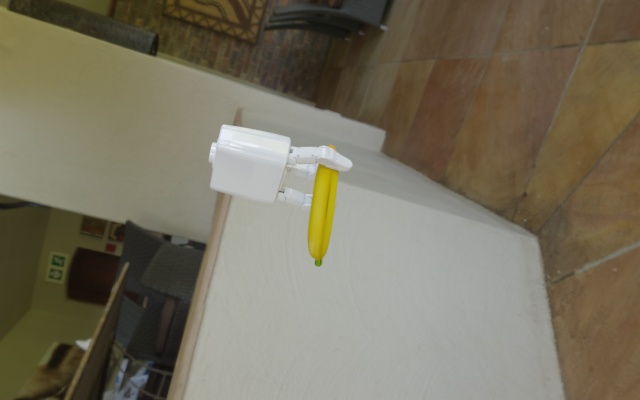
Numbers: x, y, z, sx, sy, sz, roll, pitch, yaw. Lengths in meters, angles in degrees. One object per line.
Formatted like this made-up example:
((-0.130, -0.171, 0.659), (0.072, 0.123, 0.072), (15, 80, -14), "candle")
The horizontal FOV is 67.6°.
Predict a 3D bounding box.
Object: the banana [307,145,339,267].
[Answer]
((0.002, 0.005, 0.743), (0.037, 0.198, 0.069), (9, -5, -8), "banana")
